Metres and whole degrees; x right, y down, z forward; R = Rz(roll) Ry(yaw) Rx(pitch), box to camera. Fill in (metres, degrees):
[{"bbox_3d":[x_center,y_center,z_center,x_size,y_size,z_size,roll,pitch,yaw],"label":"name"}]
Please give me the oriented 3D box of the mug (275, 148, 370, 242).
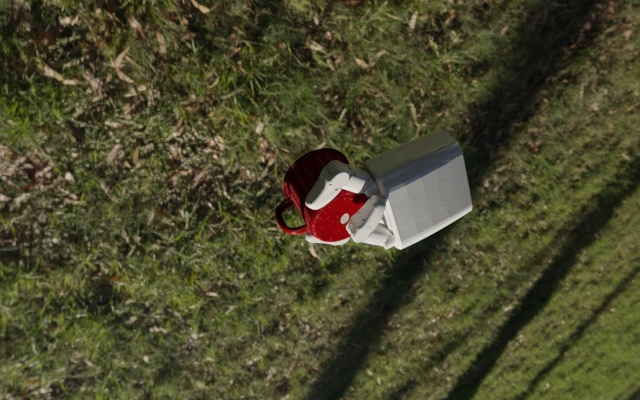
[{"bbox_3d":[-0.001,0.003,0.584,0.117,0.093,0.081,-27,48,-6],"label":"mug"}]
